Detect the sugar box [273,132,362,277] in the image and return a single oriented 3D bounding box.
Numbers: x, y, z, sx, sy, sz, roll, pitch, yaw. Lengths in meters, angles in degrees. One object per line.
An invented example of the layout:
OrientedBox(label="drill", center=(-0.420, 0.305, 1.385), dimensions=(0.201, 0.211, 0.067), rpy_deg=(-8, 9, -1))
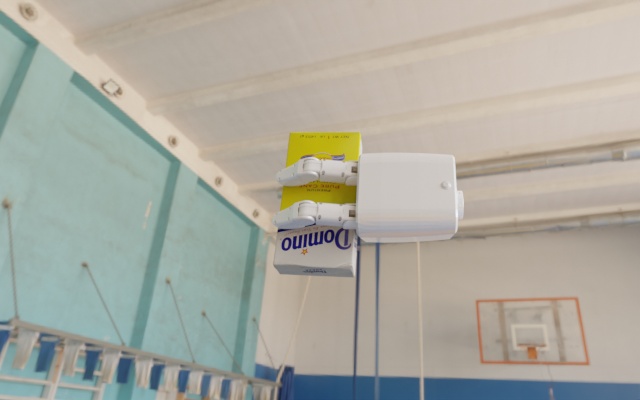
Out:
OrientedBox(label="sugar box", center=(0.000, 0.002, 0.579), dimensions=(0.093, 0.176, 0.048), rpy_deg=(0, -26, 9))
